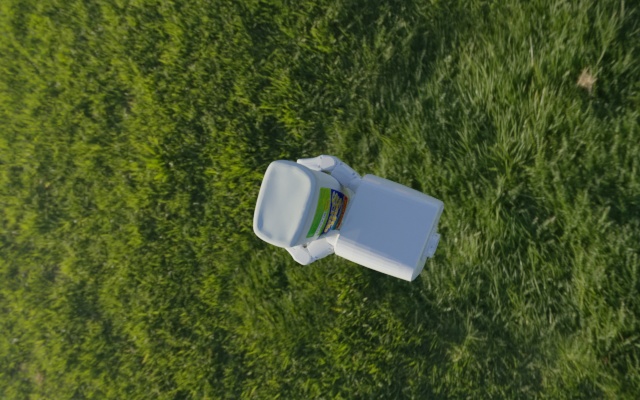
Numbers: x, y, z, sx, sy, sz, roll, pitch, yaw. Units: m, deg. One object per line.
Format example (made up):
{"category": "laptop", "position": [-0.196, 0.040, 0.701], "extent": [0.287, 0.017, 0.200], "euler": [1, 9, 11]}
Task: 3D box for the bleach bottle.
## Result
{"category": "bleach bottle", "position": [0.000, 0.002, 0.658], "extent": [0.068, 0.102, 0.251], "euler": [20, 9, 19]}
